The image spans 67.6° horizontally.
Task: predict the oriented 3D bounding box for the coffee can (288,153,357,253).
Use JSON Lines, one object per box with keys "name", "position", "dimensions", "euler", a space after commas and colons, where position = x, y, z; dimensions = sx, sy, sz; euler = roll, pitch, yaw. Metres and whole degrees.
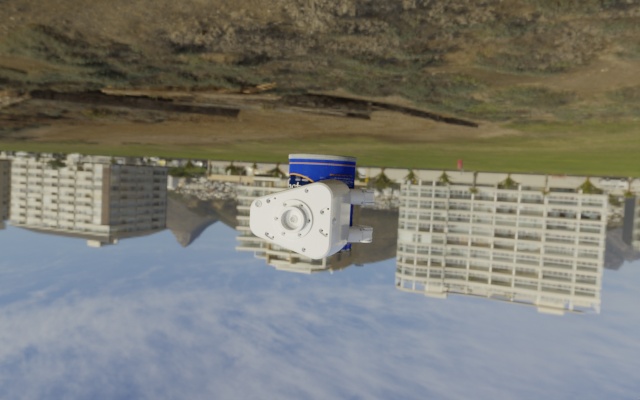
{"name": "coffee can", "position": [0.000, 0.002, 0.725], "dimensions": [0.103, 0.140, 0.103], "euler": [3, 3, 0]}
